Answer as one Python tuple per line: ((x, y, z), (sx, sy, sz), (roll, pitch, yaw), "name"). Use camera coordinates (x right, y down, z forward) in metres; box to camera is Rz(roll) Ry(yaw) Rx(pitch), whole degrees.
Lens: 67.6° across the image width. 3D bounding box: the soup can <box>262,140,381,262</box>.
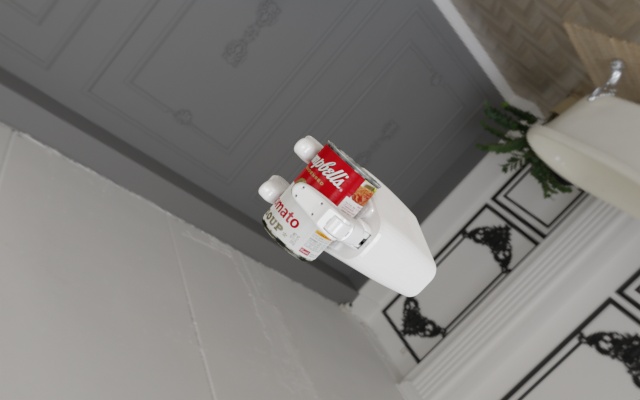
((0.000, 0.002, 0.466), (0.068, 0.102, 0.068), (41, 8, -7), "soup can")
